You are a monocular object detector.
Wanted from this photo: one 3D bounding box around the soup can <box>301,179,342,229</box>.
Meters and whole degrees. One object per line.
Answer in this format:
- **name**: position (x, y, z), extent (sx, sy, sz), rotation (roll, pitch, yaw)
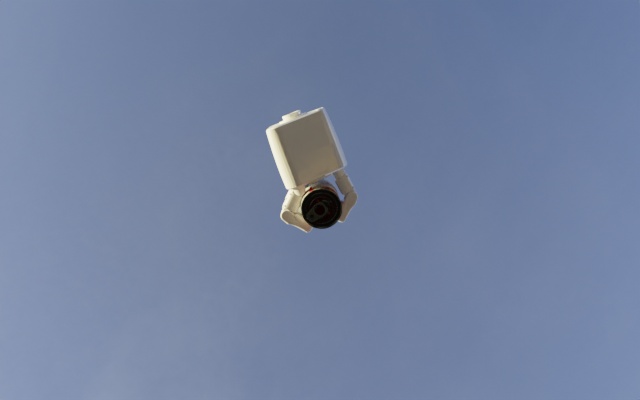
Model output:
- **soup can**: position (0.000, 0.003, 0.825), extent (0.068, 0.068, 0.102), rotation (0, 13, -2)
